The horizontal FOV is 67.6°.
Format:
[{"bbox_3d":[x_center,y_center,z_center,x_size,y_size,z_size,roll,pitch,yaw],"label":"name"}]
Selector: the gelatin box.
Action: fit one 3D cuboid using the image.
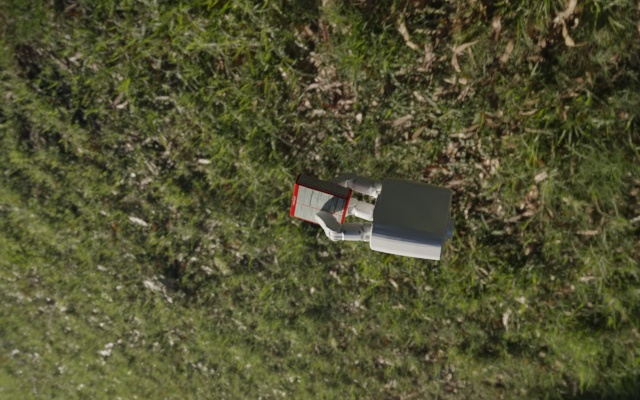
[{"bbox_3d":[0.000,0.003,0.762,0.089,0.073,0.030,16,44,4],"label":"gelatin box"}]
